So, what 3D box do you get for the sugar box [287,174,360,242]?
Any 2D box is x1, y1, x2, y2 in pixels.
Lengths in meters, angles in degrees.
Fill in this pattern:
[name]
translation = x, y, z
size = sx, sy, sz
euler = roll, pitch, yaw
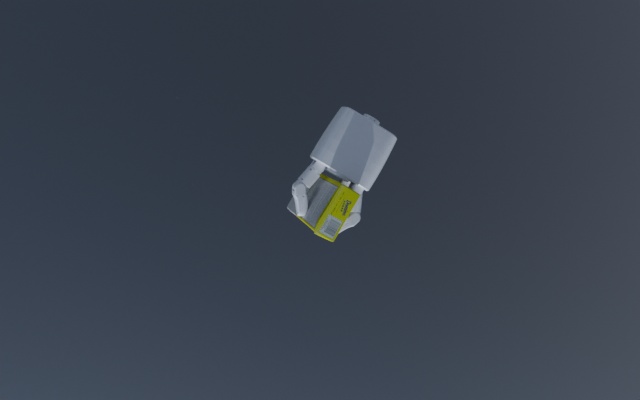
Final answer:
[sugar box]
translation = 0.001, 0.003, 0.853
size = 0.048, 0.093, 0.176
euler = 30, 2, -20
